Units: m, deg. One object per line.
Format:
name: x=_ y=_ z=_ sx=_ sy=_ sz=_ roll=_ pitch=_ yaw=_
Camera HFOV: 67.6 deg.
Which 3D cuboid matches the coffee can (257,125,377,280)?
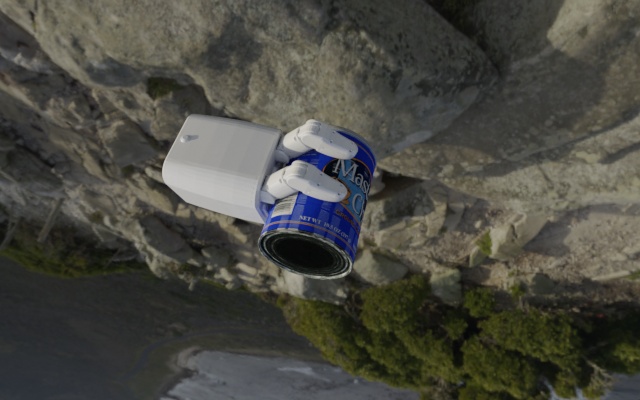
coffee can: x=0.000 y=0.002 z=0.531 sx=0.103 sy=0.140 sz=0.103 roll=12 pitch=-32 yaw=7
